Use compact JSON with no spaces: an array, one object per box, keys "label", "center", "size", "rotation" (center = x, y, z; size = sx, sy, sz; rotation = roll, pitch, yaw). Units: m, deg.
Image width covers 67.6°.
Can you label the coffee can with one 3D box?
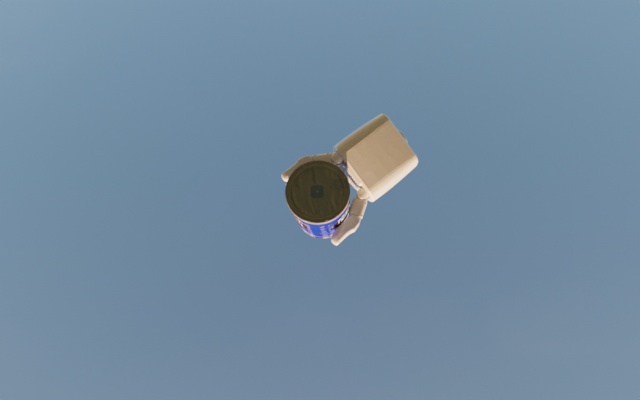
[{"label":"coffee can","center":[0.000,0.003,0.811],"size":[0.103,0.102,0.140],"rotation":[0,-14,4]}]
